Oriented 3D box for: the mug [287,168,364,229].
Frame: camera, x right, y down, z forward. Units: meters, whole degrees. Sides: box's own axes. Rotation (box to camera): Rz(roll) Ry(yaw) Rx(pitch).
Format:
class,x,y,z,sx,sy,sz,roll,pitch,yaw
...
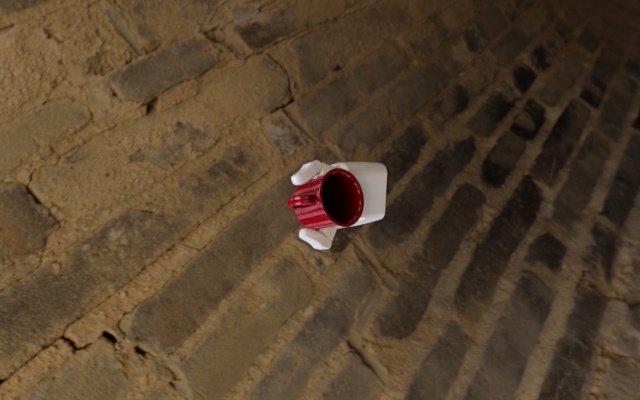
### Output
class,x,y,z,sx,sy,sz,roll,pitch,yaw
mug,-0.001,0.003,0.759,0.117,0.093,0.081,-5,-7,-41
